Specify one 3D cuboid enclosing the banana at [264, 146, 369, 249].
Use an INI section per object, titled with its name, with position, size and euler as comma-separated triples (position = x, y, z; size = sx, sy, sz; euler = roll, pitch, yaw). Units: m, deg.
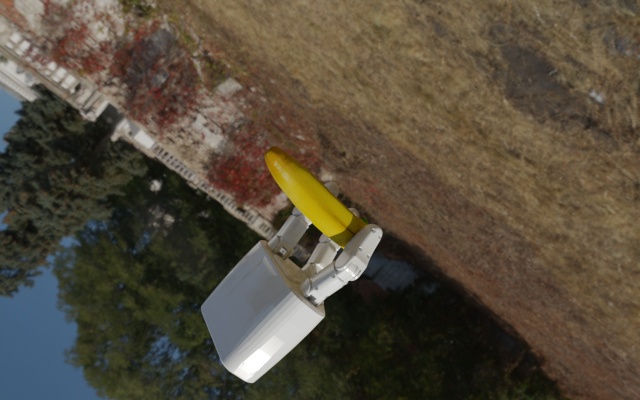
[banana]
position = 0.011, 0.014, 0.495
size = 0.198, 0.037, 0.069
euler = 40, 8, -49
